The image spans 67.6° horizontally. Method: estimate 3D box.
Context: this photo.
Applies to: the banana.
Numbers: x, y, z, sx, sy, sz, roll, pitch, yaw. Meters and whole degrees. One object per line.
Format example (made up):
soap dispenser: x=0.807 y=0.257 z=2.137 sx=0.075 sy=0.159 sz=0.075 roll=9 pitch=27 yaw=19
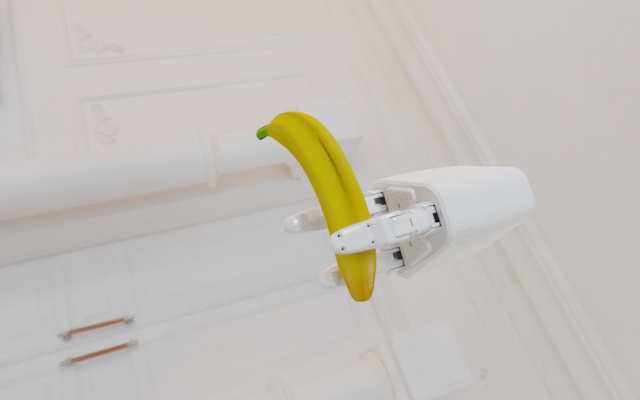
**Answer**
banana: x=0.004 y=-0.012 z=0.407 sx=0.037 sy=0.197 sz=0.070 roll=-15 pitch=-30 yaw=-29
